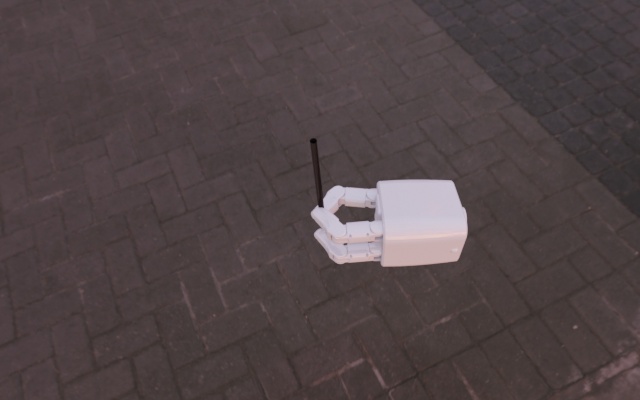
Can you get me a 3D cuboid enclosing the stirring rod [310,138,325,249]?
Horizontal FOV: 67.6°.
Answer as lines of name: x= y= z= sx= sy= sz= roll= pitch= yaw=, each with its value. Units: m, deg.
stirring rod: x=0.000 y=0.002 z=0.627 sx=0.011 sy=0.011 sz=0.240 roll=0 pitch=-34 yaw=5
